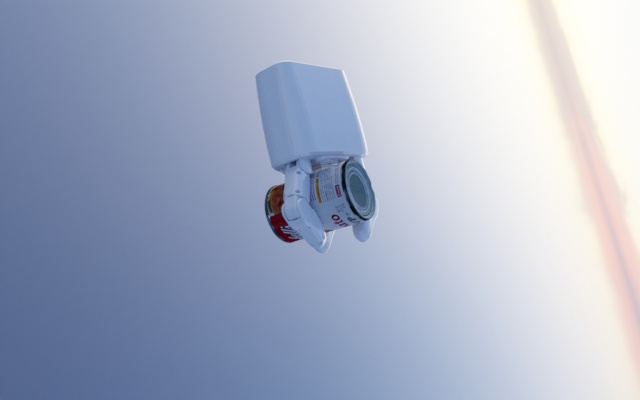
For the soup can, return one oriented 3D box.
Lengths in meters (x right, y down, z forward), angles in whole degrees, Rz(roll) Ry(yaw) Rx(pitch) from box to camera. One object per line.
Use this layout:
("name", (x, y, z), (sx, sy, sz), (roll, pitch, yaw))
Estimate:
("soup can", (0.000, 0.002, 0.517), (0.102, 0.068, 0.068), (-18, -9, 29))
